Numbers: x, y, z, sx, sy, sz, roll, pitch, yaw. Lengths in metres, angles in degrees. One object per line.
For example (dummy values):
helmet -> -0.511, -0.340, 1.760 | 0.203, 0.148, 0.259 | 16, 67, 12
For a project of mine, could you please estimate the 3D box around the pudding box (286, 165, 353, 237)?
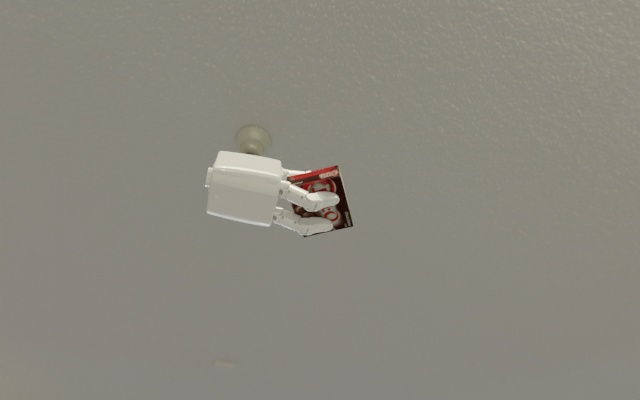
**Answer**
pudding box -> 0.000, 0.003, 0.798 | 0.090, 0.114, 0.039 | -13, 40, 7
